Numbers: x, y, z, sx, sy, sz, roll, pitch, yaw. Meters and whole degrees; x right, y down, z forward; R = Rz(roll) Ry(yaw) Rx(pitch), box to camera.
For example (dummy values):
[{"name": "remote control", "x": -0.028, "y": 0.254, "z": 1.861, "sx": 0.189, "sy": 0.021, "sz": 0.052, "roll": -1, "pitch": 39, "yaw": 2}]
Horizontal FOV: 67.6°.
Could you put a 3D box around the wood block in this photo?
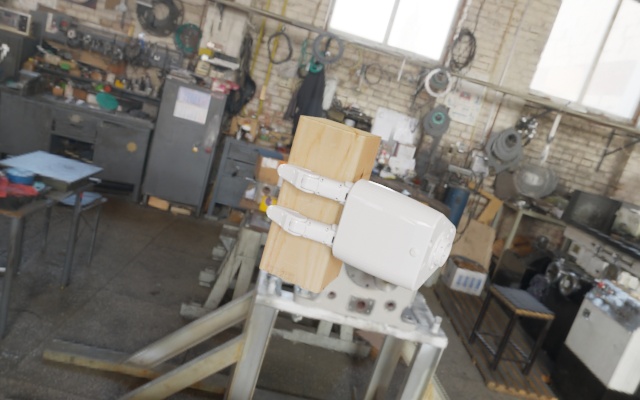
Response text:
[{"name": "wood block", "x": 0.001, "y": 0.002, "z": 0.630, "sx": 0.090, "sy": 0.206, "sz": 0.091, "roll": 20, "pitch": 13, "yaw": 17}]
